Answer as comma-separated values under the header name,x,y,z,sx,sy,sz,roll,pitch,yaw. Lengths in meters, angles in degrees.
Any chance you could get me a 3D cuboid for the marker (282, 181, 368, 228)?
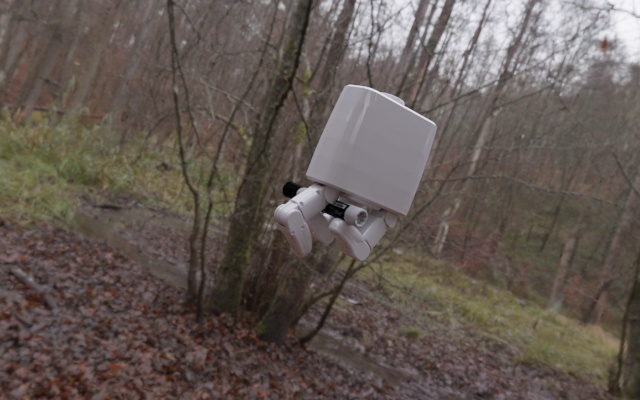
name,x,y,z,sx,sy,sz,roll,pitch,yaw
marker,0.000,0.002,0.504,0.020,0.020,0.121,0,15,-43
